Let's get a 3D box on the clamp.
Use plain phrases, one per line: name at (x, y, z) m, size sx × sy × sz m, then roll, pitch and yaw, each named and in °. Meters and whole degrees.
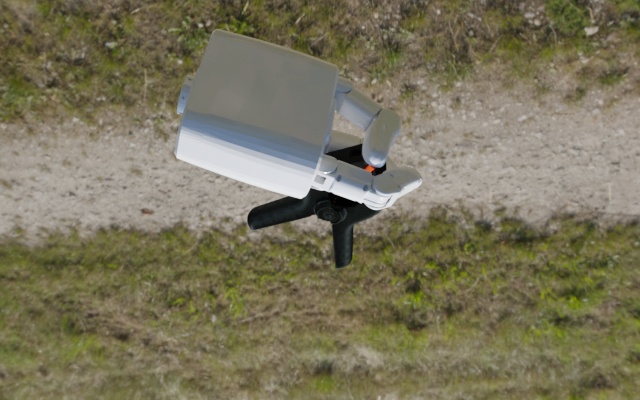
clamp at (0.000, 0.002, 0.456) m, size 0.120 × 0.039 × 0.172 m, roll 16°, pitch -44°, yaw -11°
